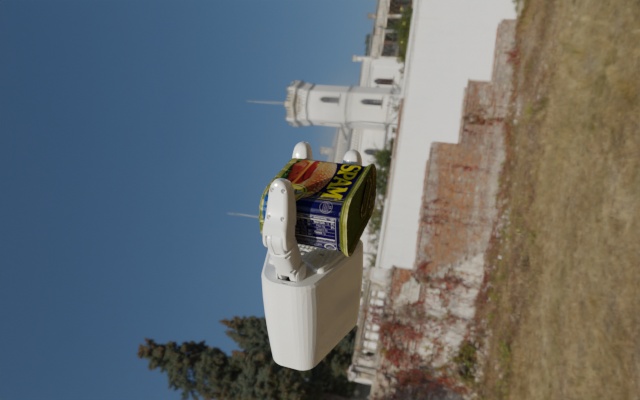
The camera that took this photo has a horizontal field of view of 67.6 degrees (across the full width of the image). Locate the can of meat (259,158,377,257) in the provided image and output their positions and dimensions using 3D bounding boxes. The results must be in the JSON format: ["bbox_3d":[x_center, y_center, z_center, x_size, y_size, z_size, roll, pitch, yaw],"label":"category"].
[{"bbox_3d":[0.000,0.001,0.450,0.084,0.057,0.102,8,32,18],"label":"can of meat"}]
